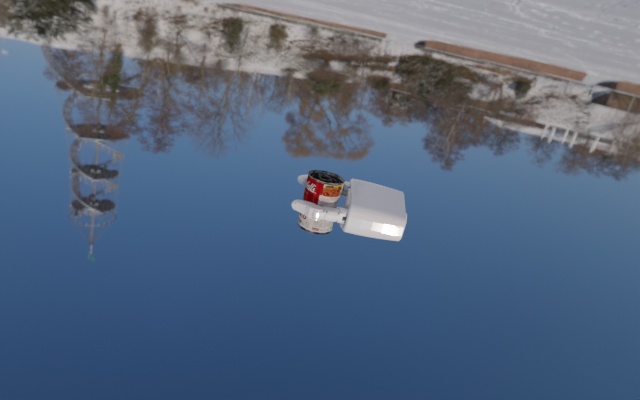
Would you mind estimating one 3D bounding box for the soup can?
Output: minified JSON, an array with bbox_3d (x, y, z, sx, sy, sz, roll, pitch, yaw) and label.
[{"bbox_3d":[0.000,0.003,0.881,0.068,0.102,0.068,12,21,-5],"label":"soup can"}]
